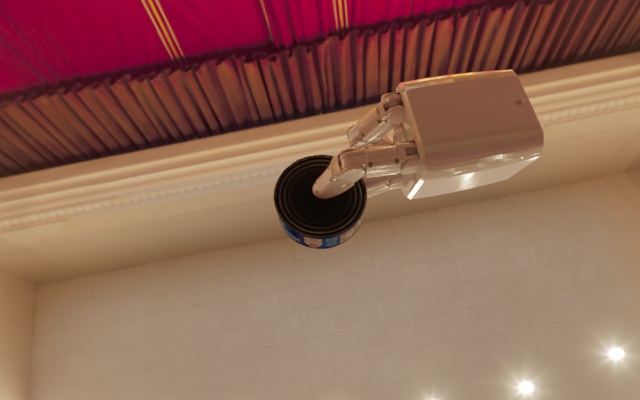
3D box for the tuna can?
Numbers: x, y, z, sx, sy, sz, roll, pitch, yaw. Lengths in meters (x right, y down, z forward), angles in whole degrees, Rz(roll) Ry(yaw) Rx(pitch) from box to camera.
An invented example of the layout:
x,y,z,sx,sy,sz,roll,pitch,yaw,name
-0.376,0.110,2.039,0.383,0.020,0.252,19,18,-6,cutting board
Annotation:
x,y,z,sx,sy,sz,roll,pitch,yaw,name
0.000,0.002,0.452,0.086,0.086,0.034,0,-27,1,tuna can
